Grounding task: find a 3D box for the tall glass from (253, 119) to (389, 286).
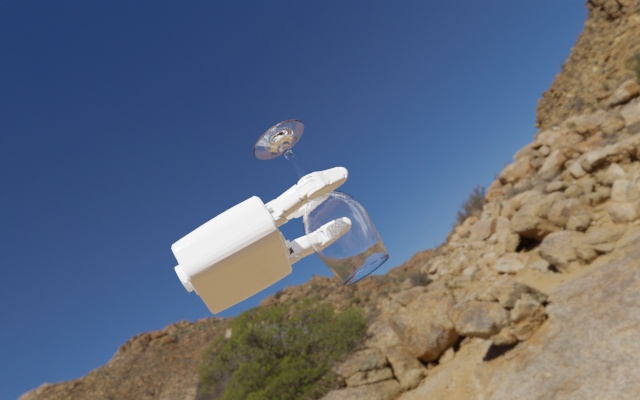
[{"bbox_3d":[0.000,0.001,0.572,0.079,0.201,0.079,-31,-18,-11],"label":"tall glass"}]
